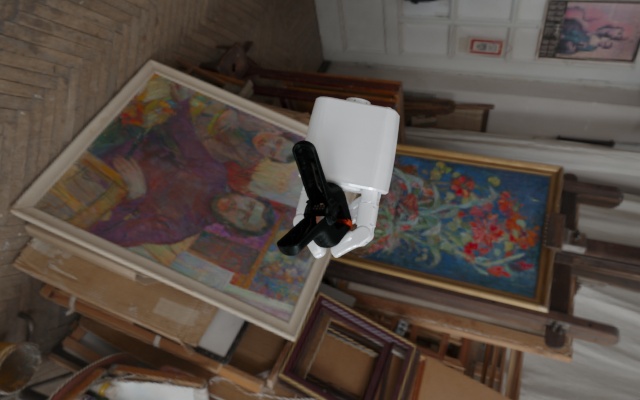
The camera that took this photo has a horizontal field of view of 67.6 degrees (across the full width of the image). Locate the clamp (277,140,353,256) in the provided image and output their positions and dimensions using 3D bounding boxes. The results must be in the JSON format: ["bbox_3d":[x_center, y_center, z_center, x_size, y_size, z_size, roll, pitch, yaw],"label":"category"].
[{"bbox_3d":[0.001,0.002,0.552,0.039,0.120,0.171,10,-1,20],"label":"clamp"}]
